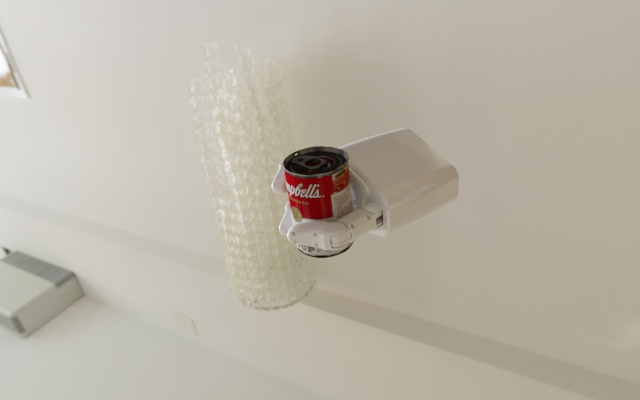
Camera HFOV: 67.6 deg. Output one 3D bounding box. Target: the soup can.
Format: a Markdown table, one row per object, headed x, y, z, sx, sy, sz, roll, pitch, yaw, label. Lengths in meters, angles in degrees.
| x | y | z | sx | sy | sz | roll | pitch | yaw | label |
| --- | --- | --- | --- | --- | --- | --- | --- | --- | --- |
| 0.000 | 0.002 | 0.512 | 0.068 | 0.102 | 0.068 | -5 | 30 | 3 | soup can |
